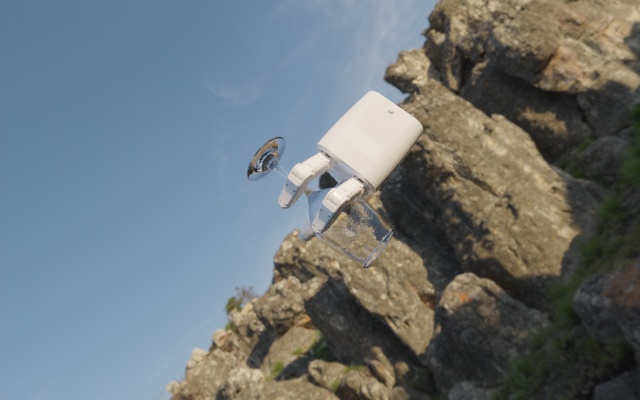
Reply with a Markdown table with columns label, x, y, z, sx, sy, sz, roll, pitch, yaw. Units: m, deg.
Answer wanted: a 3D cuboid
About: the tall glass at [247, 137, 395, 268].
| label | x | y | z | sx | sy | sz | roll | pitch | yaw |
| --- | --- | --- | --- | --- | --- | --- | --- | --- | --- |
| tall glass | -0.001 | 0.002 | 0.629 | 0.201 | 0.079 | 0.079 | 39 | 13 | 16 |
